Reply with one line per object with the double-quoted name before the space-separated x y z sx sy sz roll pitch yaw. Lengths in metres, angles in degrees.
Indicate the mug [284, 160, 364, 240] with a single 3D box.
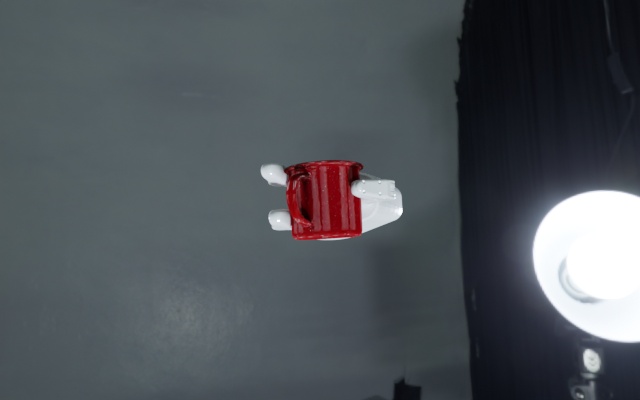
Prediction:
"mug" -0.001 0.002 0.539 0.093 0.081 0.117 -7 -8 28
